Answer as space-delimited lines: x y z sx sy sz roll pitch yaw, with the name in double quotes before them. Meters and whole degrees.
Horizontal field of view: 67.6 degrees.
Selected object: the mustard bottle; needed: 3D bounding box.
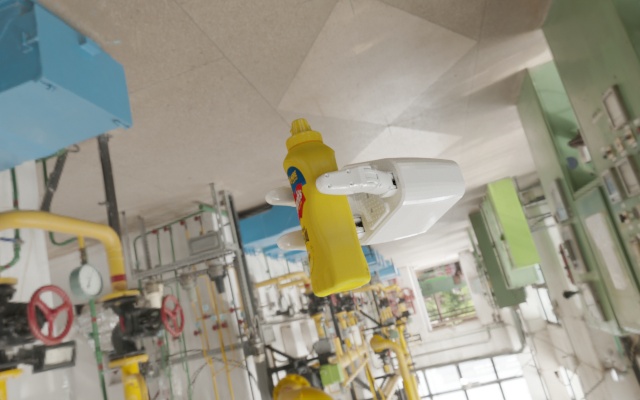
"mustard bottle" 0.000 0.002 0.509 0.058 0.191 0.096 -12 -14 -10
